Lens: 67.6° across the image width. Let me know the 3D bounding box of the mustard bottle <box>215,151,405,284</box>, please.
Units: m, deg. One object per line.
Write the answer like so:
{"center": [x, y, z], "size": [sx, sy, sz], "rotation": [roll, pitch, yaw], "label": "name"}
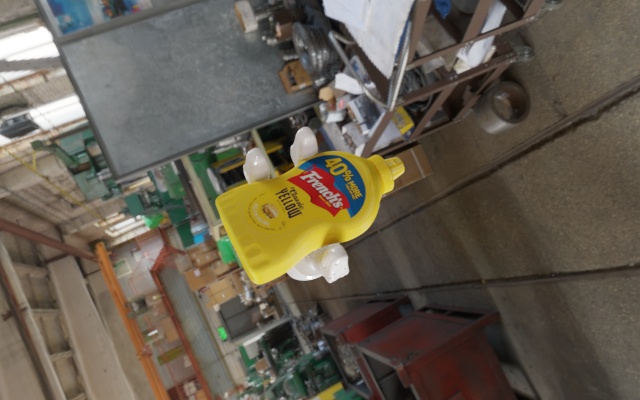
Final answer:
{"center": [0.000, 0.002, 0.481], "size": [0.191, 0.096, 0.058], "rotation": [-25, -30, -14], "label": "mustard bottle"}
